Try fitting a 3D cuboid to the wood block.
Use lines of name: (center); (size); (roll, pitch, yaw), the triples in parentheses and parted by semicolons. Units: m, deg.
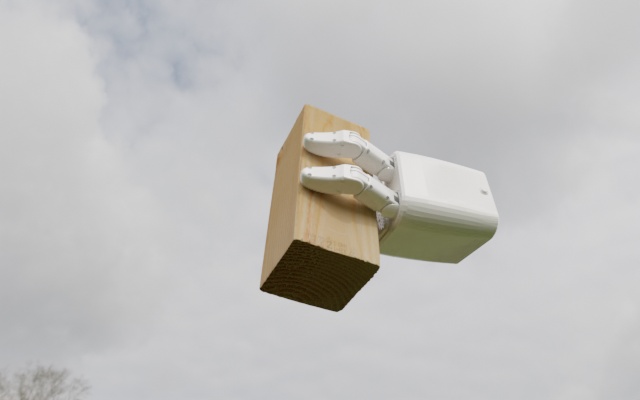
wood block: (0.000, 0.002, 0.520); (0.090, 0.206, 0.091); (19, -48, -16)
